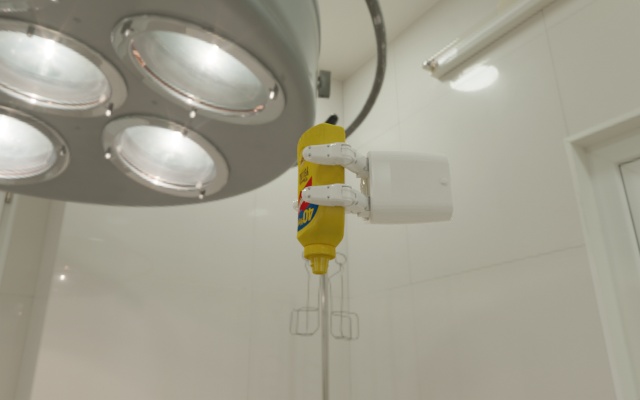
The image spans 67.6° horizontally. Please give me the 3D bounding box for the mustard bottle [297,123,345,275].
[{"bbox_3d":[0.000,0.002,0.631,0.058,0.191,0.096,9,-22,-22],"label":"mustard bottle"}]
